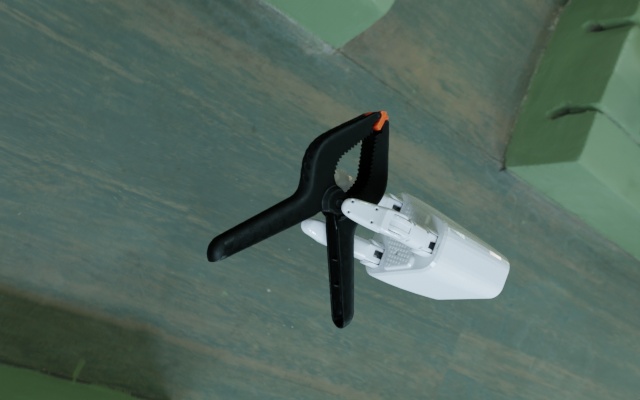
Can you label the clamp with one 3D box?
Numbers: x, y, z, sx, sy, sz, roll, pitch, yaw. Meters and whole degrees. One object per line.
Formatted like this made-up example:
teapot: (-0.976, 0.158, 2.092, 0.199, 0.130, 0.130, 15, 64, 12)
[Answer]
clamp: (0.001, 0.001, 0.448, 0.164, 0.210, 0.036, 26, -7, -30)
